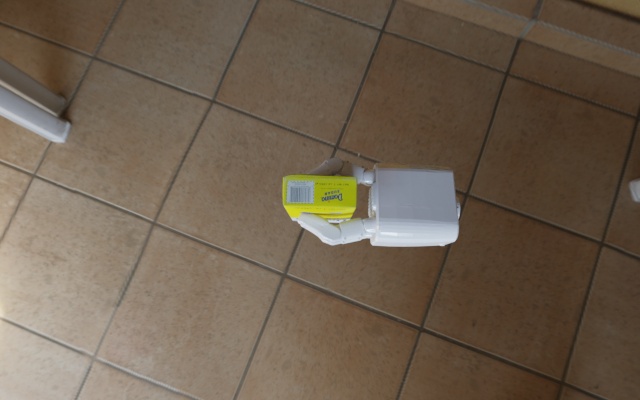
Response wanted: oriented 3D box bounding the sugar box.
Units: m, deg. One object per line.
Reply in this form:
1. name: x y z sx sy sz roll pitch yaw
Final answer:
1. sugar box: 0.000 0.003 0.670 0.093 0.048 0.176 2 -11 1
